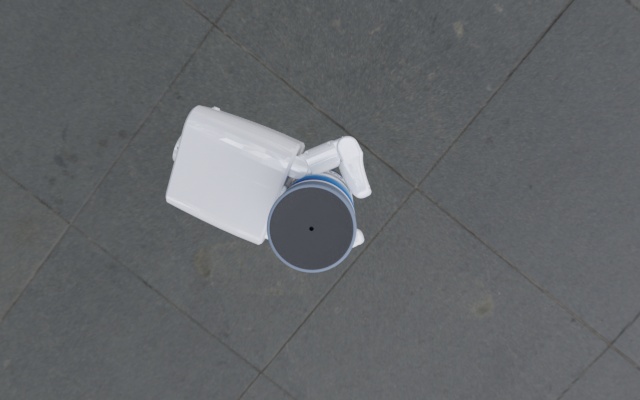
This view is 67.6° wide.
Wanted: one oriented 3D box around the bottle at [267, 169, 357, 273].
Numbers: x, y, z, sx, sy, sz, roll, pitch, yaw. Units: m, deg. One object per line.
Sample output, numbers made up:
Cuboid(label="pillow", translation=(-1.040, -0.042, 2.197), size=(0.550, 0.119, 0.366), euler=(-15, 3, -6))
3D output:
Cuboid(label="bottle", translation=(0.000, 0.002, 0.495), size=(0.069, 0.069, 0.295), euler=(0, 8, 3))
